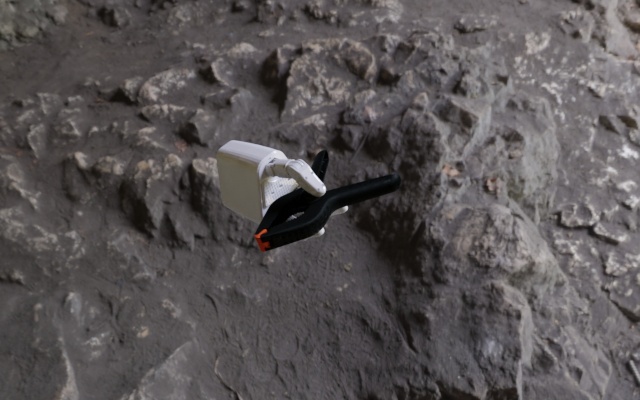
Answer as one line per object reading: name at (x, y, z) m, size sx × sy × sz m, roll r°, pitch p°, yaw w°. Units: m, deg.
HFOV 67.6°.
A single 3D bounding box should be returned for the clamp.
clamp at (-0.001, 0.002, 0.668) m, size 0.164 × 0.036 × 0.210 m, roll 17°, pitch 48°, yaw 40°
